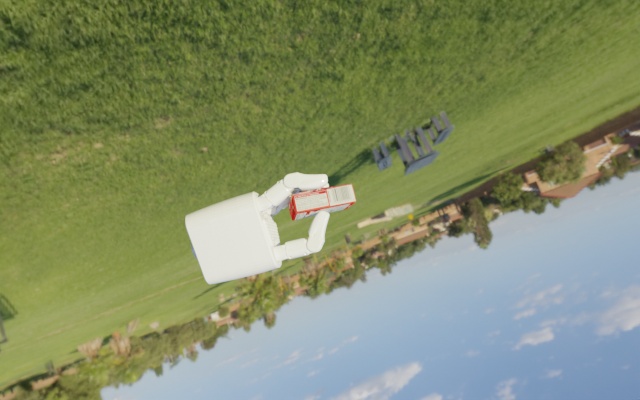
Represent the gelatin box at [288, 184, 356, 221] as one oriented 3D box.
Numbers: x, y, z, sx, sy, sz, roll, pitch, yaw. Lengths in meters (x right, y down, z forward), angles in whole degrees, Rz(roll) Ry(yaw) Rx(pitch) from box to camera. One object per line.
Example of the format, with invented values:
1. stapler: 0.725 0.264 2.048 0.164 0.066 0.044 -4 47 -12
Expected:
1. gelatin box: 0.001 0.003 0.687 0.089 0.030 0.073 -11 -8 -8
